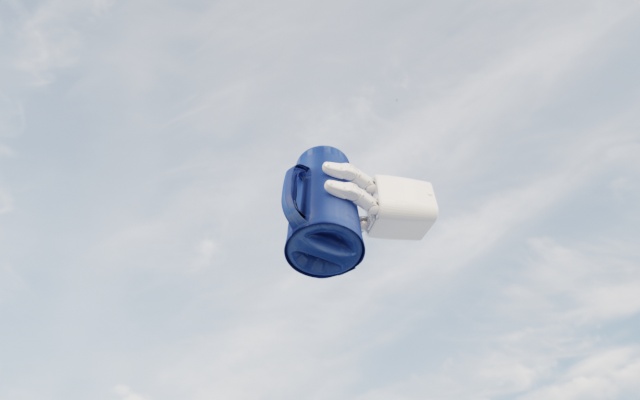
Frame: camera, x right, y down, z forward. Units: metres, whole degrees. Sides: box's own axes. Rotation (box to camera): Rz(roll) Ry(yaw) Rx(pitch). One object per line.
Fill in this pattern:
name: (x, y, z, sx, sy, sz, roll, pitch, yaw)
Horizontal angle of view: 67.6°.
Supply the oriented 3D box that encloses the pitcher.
pitcher: (0.000, 0.003, 0.856, 0.145, 0.149, 0.242, 5, 41, -6)
